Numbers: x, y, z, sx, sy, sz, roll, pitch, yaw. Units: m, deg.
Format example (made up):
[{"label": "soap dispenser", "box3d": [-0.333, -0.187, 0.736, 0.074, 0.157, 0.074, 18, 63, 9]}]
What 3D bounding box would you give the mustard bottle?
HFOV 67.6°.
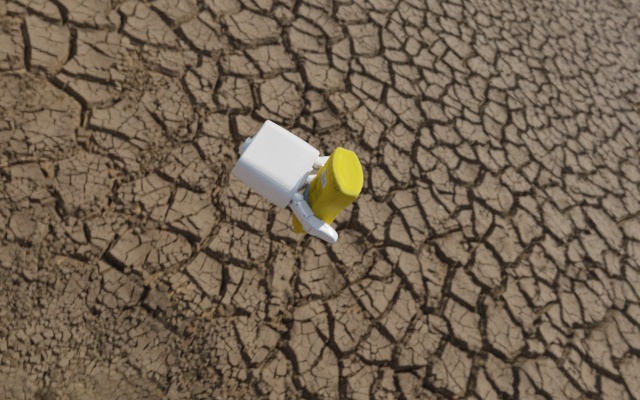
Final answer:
[{"label": "mustard bottle", "box3d": [0.001, 0.003, 0.814, 0.058, 0.096, 0.192, 14, -39, -24]}]
